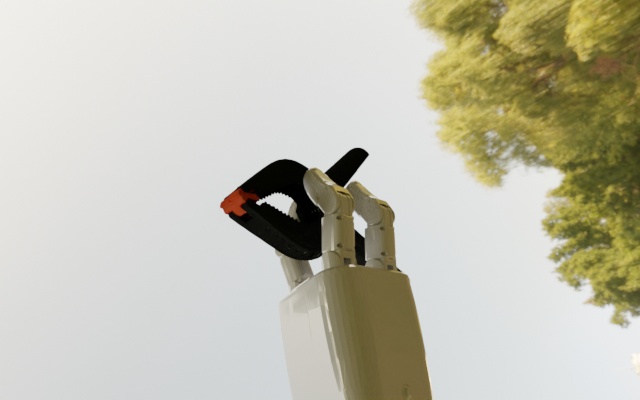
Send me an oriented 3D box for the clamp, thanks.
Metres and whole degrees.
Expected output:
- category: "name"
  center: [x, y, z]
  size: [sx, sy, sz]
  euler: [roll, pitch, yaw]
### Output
- category: "clamp"
  center: [-0.001, 0.002, 0.450]
  size: [0.210, 0.164, 0.036]
  euler: [15, -37, -43]
